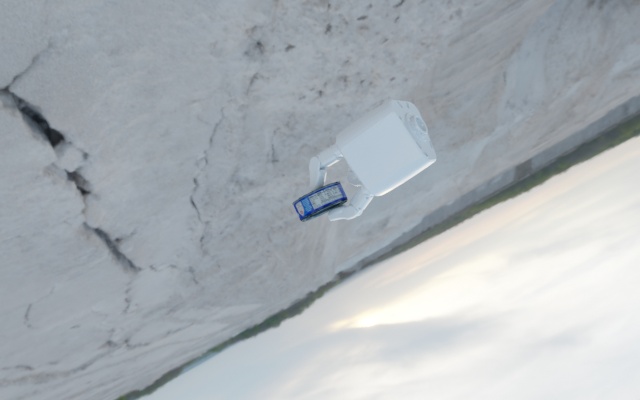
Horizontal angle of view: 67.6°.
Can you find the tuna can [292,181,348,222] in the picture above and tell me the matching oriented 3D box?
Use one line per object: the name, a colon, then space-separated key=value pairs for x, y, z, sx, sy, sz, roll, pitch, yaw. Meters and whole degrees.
tuna can: x=0.000 y=0.003 z=0.771 sx=0.086 sy=0.033 sz=0.086 roll=-24 pitch=-6 yaw=-3
